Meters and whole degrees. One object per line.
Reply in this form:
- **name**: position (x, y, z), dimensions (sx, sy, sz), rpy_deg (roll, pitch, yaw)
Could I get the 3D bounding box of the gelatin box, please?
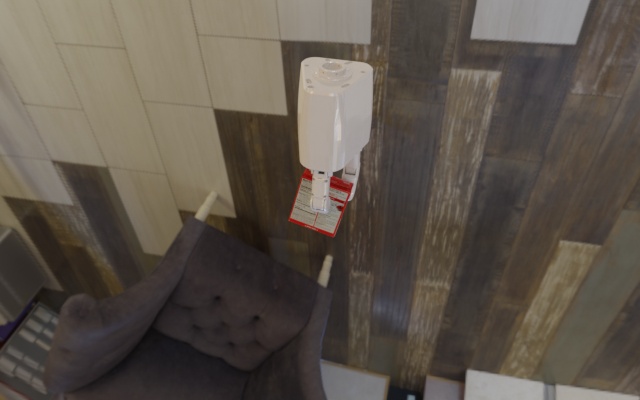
- **gelatin box**: position (0.000, 0.003, 0.697), dimensions (0.073, 0.089, 0.030), rpy_deg (20, 35, 1)
